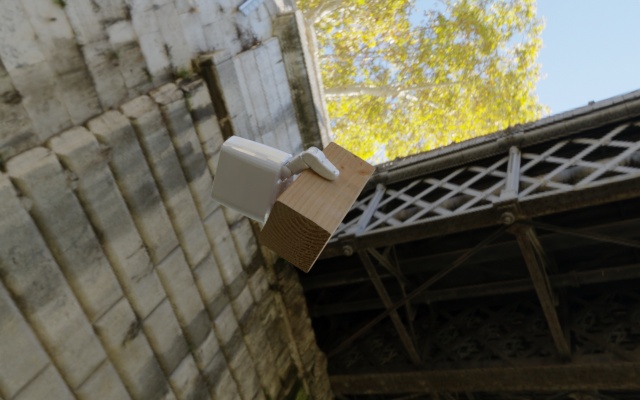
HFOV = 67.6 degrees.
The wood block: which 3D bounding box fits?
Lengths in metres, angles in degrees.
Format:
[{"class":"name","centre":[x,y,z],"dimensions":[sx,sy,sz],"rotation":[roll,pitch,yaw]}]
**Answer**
[{"class":"wood block","centre":[0.000,0.002,0.745],"dimensions":[0.090,0.091,0.206],"rotation":[32,38,4]}]
